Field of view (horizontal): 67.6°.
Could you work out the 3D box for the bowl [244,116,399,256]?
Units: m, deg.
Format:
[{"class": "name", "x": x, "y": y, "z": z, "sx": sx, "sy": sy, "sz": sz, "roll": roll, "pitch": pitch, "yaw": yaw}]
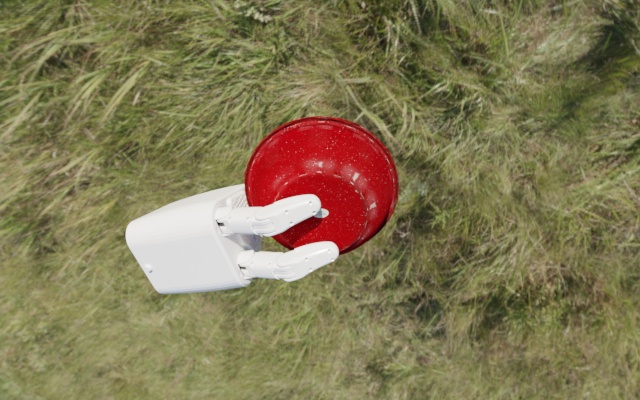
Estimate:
[{"class": "bowl", "x": 0.001, "y": 0.001, "z": 0.475, "sx": 0.162, "sy": 0.162, "sz": 0.055, "roll": 0, "pitch": 29, "yaw": 2}]
